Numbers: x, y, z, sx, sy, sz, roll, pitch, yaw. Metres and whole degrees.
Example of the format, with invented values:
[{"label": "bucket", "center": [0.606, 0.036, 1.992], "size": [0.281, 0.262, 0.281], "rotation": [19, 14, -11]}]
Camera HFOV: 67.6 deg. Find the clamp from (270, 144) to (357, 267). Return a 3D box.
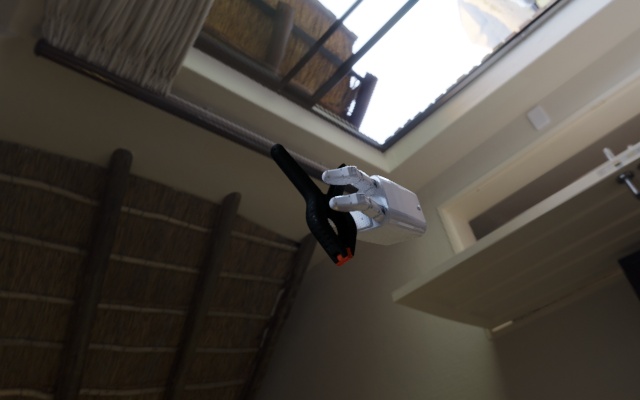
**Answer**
[{"label": "clamp", "center": [0.000, 0.003, 0.755], "size": [0.164, 0.209, 0.036], "rotation": [18, -45, -37]}]
